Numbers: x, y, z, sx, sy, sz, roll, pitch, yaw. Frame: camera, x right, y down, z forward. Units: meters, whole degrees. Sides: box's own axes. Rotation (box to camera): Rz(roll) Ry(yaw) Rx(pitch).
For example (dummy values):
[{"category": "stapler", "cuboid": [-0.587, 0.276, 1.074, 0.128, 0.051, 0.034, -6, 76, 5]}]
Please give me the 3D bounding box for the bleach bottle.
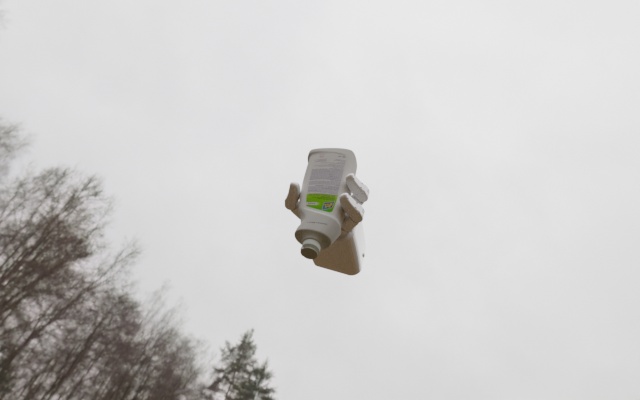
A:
[{"category": "bleach bottle", "cuboid": [0.000, 0.003, 0.864, 0.102, 0.068, 0.250, 0, 42, 17]}]
